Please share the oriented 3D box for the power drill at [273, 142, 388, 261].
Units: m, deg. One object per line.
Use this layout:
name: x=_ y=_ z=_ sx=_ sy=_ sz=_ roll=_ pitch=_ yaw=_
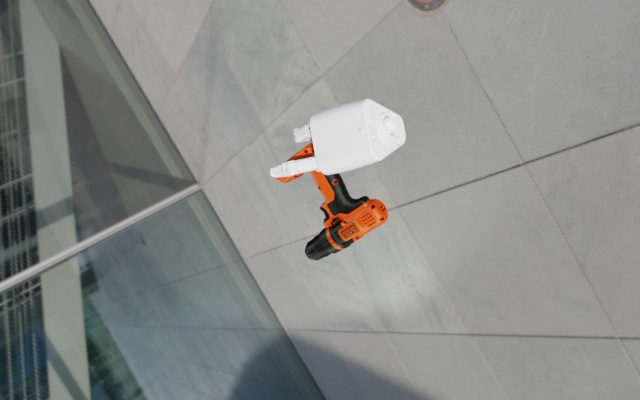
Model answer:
power drill: x=0.000 y=0.002 z=0.835 sx=0.184 sy=0.187 sz=0.057 roll=-35 pitch=7 yaw=31
